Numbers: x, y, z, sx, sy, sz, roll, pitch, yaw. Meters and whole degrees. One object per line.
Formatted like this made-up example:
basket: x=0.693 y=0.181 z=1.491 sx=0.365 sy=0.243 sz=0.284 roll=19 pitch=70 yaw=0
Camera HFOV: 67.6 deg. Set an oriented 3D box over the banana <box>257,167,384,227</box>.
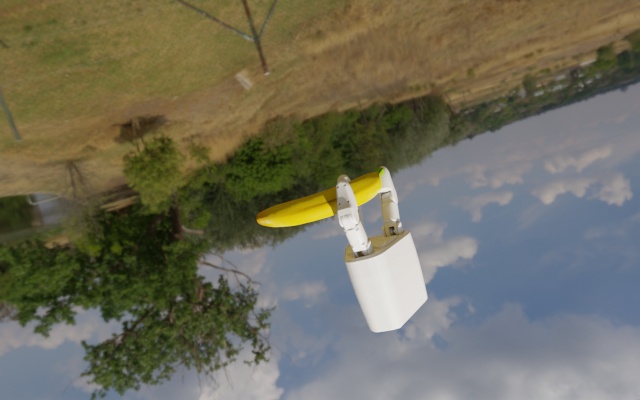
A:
banana: x=0.005 y=0.003 z=0.664 sx=0.198 sy=0.037 sz=0.069 roll=-19 pitch=7 yaw=-1
